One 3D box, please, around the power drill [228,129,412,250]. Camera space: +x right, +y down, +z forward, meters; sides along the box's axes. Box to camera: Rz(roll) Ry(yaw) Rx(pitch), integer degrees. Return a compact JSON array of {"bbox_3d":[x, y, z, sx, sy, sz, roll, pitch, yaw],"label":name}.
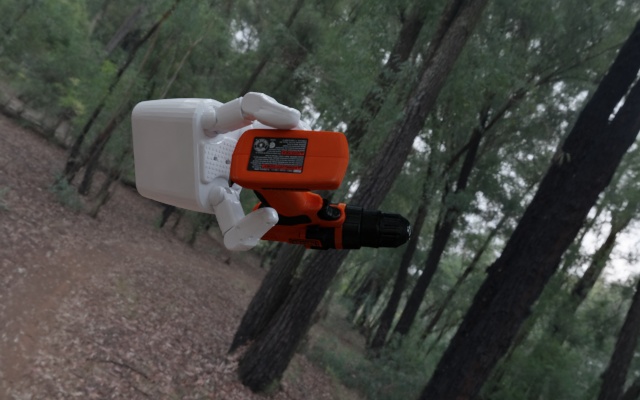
[{"bbox_3d":[0.000,0.001,0.485,0.184,0.057,0.188,2,-26,10],"label":"power drill"}]
